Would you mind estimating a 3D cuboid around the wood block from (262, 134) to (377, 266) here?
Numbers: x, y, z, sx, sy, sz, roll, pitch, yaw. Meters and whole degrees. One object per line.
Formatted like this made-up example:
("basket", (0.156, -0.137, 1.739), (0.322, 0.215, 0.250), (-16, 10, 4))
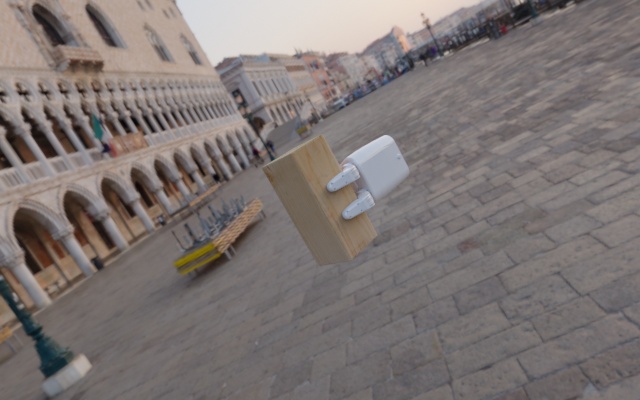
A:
("wood block", (0.000, 0.003, 0.842), (0.091, 0.206, 0.090), (-18, 15, 49))
